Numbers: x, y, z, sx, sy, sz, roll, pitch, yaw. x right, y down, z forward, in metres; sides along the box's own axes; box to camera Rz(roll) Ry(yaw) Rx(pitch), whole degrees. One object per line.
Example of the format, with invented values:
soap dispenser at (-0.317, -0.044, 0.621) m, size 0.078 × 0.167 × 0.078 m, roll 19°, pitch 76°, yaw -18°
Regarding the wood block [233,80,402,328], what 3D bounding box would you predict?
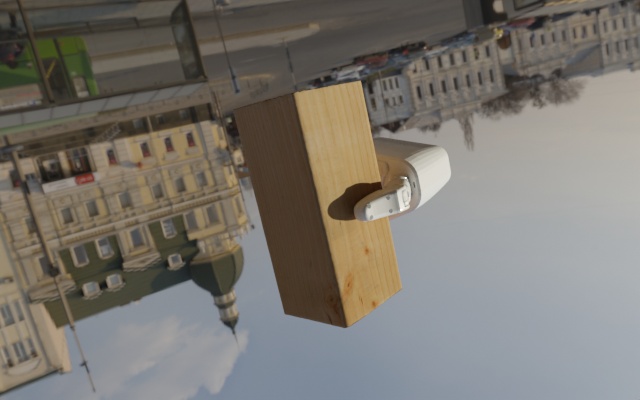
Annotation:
wood block at (0.001, 0.001, 0.456) m, size 0.091 × 0.206 × 0.090 m, roll -2°, pitch 15°, yaw 46°
